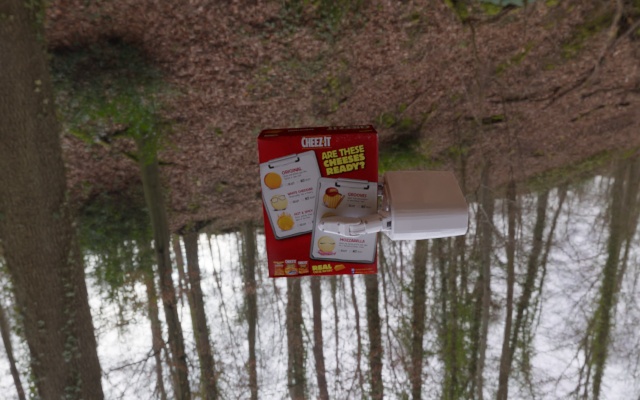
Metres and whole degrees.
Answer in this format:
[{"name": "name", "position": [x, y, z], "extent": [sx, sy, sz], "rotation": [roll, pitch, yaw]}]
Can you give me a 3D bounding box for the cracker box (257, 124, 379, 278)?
[{"name": "cracker box", "position": [0.000, 0.003, 0.696], "extent": [0.164, 0.214, 0.072], "rotation": [-2, 20, 0]}]
